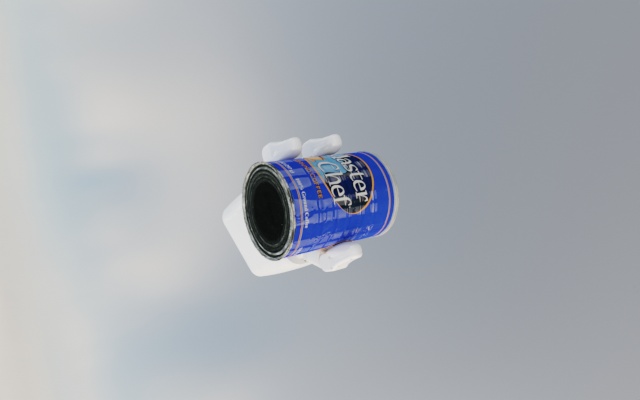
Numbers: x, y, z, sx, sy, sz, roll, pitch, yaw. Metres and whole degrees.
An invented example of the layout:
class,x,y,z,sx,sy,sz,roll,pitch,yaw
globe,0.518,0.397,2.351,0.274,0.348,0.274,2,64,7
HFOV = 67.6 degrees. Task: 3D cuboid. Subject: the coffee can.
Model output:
class,x,y,z,sx,sy,sz,roll,pitch,yaw
coffee can,0.000,0.002,0.523,0.140,0.103,0.103,-10,6,-35
